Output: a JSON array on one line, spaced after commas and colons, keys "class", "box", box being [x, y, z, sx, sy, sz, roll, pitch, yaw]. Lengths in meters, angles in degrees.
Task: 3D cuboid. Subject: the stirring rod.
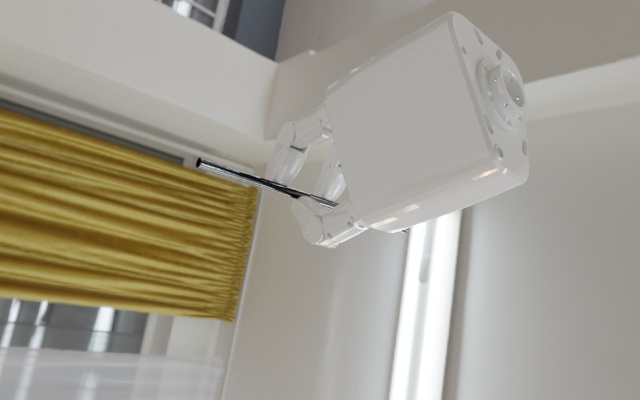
[{"class": "stirring rod", "box": [0.000, 0.001, 0.423, 0.239, 0.011, 0.011, 18, -12, -39]}]
